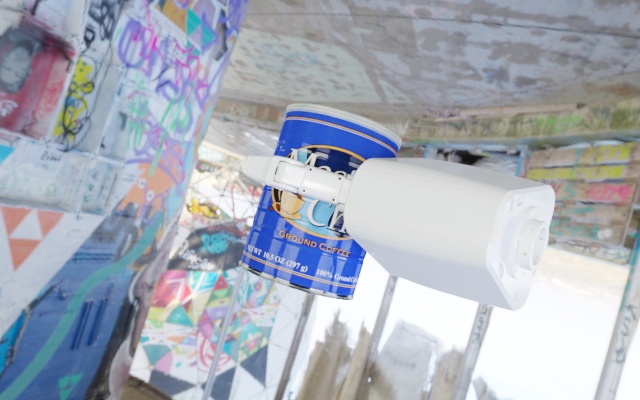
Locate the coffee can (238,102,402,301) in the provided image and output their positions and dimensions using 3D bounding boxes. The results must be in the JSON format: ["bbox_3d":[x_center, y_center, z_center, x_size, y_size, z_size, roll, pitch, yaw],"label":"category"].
[{"bbox_3d":[0.000,0.001,0.408,0.103,0.140,0.103,17,-2,1],"label":"coffee can"}]
